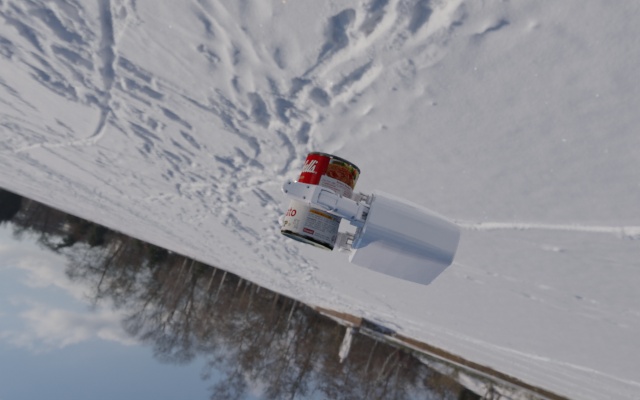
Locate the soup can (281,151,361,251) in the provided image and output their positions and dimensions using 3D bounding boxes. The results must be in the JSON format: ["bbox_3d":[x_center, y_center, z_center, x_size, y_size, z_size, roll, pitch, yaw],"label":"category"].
[{"bbox_3d":[0.000,0.002,0.569,0.068,0.102,0.068,19,-10,3],"label":"soup can"}]
